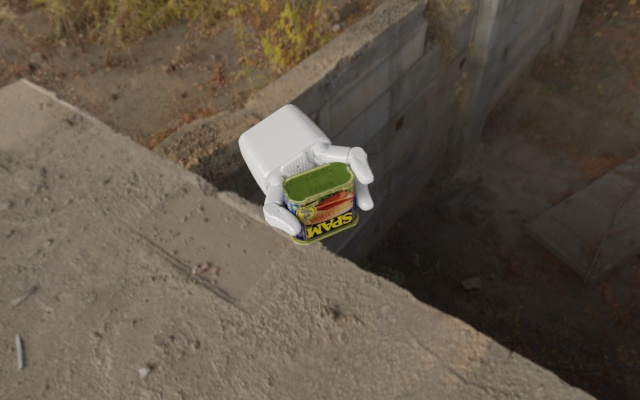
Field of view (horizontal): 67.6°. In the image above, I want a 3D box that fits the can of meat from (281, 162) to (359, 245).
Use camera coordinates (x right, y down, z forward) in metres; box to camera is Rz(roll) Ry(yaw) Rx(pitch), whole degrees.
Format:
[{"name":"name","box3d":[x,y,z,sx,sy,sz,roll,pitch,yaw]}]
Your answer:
[{"name":"can of meat","box3d":[0.000,0.002,0.651,0.102,0.084,0.057,-21,47,-14]}]
